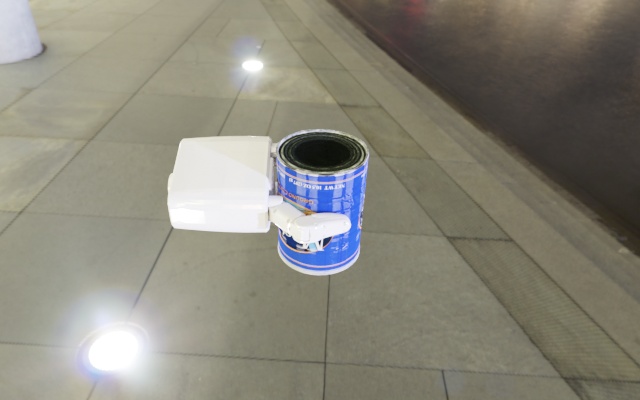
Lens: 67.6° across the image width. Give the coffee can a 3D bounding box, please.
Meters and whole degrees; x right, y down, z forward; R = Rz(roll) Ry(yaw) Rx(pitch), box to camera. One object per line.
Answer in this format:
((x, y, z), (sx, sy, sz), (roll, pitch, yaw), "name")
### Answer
((0.000, 0.002, 0.561), (0.103, 0.140, 0.102), (1, 35, -1), "coffee can")
